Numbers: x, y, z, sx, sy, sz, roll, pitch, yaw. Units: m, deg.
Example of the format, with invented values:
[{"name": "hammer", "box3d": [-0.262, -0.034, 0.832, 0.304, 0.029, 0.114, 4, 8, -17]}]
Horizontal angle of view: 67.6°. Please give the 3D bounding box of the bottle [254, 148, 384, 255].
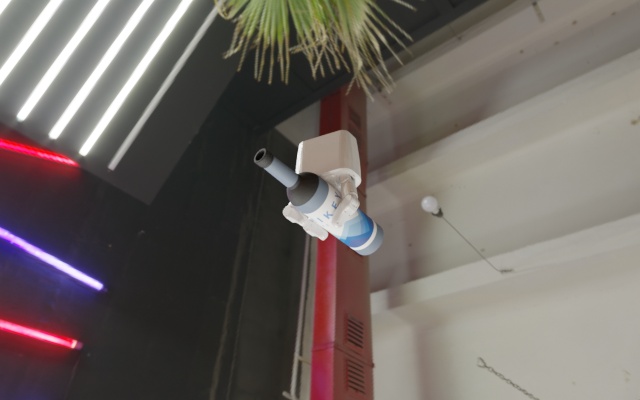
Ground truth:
[{"name": "bottle", "box3d": [0.000, 0.003, 0.823, 0.069, 0.069, 0.296, 0, -29, 46]}]
